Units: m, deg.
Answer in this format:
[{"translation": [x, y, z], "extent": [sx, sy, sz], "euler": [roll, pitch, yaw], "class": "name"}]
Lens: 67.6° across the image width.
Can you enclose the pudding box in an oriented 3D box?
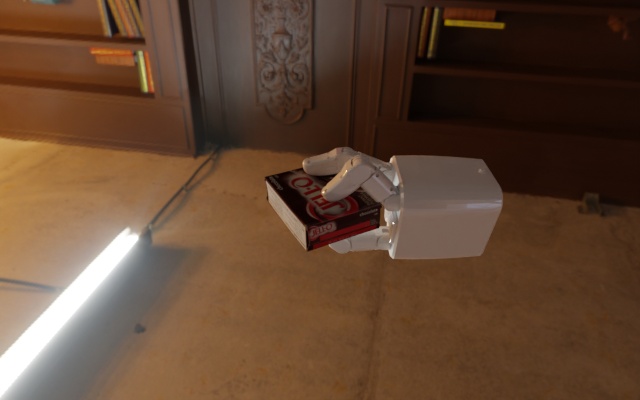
[{"translation": [0.000, 0.002, 0.529], "extent": [0.090, 0.039, 0.113], "euler": [-15, 34, -24], "class": "pudding box"}]
